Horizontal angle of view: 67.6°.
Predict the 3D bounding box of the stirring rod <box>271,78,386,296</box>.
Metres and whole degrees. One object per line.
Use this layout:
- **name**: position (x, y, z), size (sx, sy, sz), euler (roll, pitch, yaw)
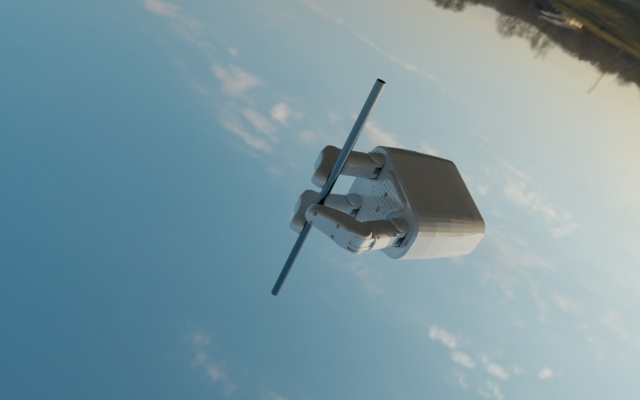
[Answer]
- **stirring rod**: position (0.000, 0.001, 0.426), size (0.011, 0.240, 0.011), euler (19, 31, -12)
